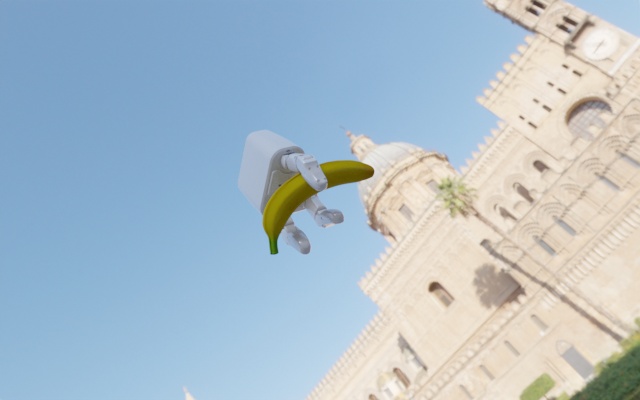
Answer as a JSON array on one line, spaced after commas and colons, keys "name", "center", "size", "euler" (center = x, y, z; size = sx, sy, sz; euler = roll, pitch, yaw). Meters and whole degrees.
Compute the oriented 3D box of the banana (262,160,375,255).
[{"name": "banana", "center": [-0.012, -0.011, 0.668], "size": [0.197, 0.070, 0.037], "euler": [-38, 20, -17]}]
